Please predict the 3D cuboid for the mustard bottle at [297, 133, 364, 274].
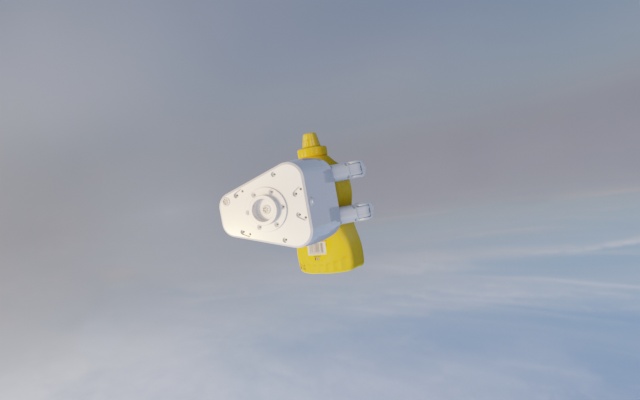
[{"bbox_3d":[0.000,0.002,0.660,0.096,0.191,0.058,-9,2,41],"label":"mustard bottle"}]
